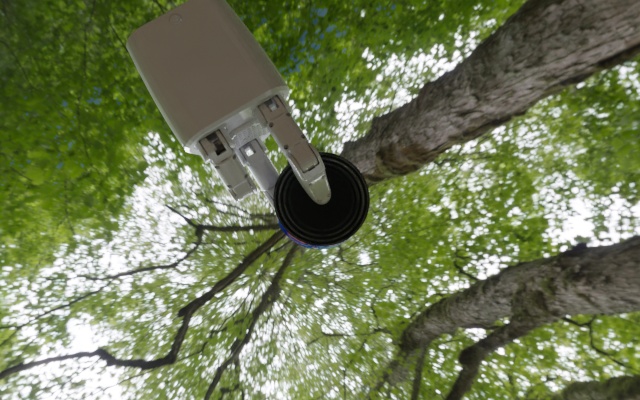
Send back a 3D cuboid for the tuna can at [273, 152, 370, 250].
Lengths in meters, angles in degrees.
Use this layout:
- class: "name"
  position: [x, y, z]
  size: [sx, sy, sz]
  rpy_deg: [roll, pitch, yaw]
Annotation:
- class: "tuna can"
  position: [0.000, 0.002, 0.437]
  size: [0.086, 0.086, 0.034]
  rpy_deg: [0, -13, -4]
